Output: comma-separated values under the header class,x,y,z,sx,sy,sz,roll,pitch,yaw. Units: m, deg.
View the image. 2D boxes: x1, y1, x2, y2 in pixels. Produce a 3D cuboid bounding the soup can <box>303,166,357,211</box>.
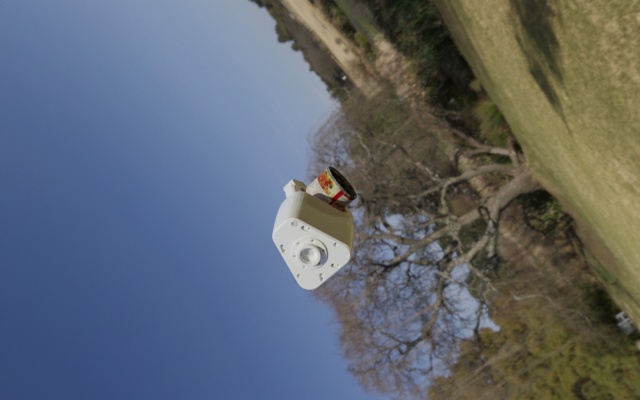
class,x,y,z,sx,sy,sz,roll,pitch,yaw
soup can,0.000,0.003,0.784,0.102,0.068,0.068,-42,-14,16
